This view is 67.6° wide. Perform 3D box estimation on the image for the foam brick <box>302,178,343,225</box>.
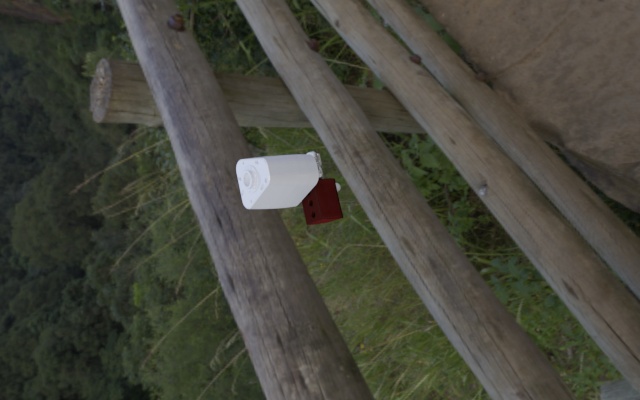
[{"bbox_3d":[0.000,0.003,0.894,0.051,0.078,0.053,-6,-11,-39],"label":"foam brick"}]
